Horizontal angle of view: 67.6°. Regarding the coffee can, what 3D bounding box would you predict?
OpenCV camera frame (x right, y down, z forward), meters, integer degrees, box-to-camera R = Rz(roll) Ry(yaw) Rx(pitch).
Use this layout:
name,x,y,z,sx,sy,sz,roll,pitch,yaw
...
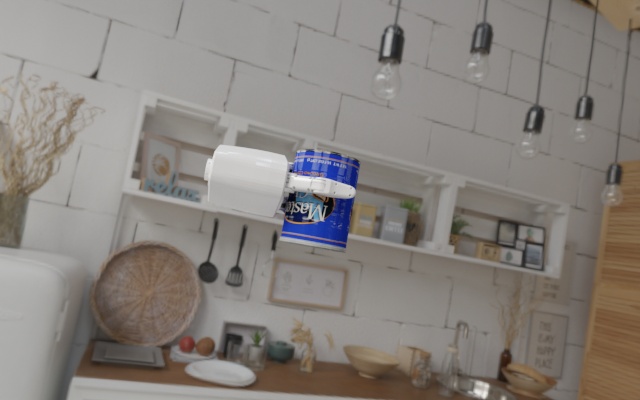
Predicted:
name,x,y,z,sx,sy,sz,roll,pitch,yaw
coffee can,0.000,0.003,0.731,0.103,0.140,0.103,10,-6,1
